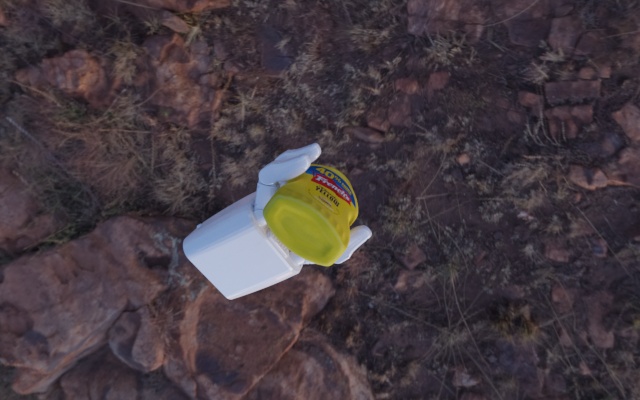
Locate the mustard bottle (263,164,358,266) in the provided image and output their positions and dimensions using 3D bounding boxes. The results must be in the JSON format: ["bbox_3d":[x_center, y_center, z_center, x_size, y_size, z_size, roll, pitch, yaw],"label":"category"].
[{"bbox_3d":[0.000,0.002,0.580,0.096,0.058,0.191,37,22,-3],"label":"mustard bottle"}]
